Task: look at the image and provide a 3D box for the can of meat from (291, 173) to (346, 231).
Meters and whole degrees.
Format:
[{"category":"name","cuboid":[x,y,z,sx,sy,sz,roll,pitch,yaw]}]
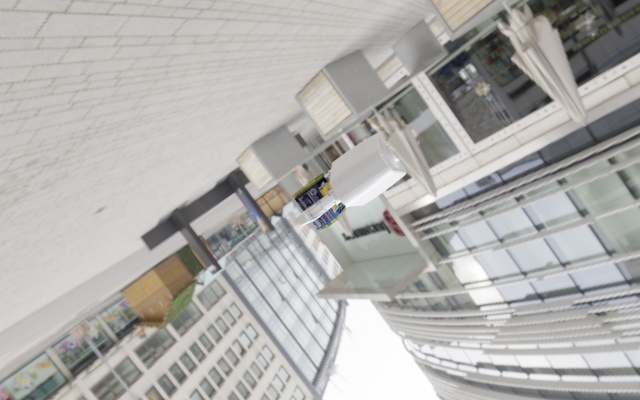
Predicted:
[{"category":"can of meat","cuboid":[0.000,0.003,0.892,0.057,0.084,0.102,-35,3,19]}]
